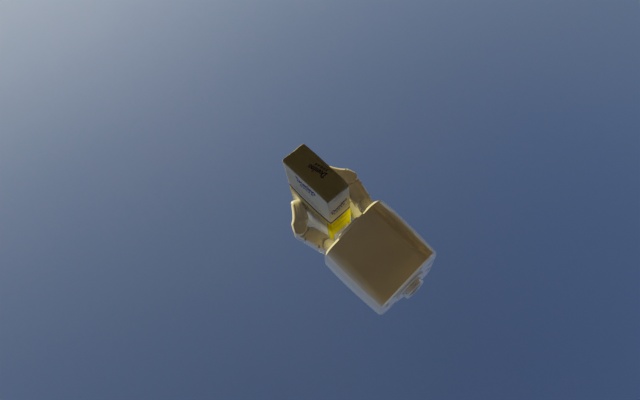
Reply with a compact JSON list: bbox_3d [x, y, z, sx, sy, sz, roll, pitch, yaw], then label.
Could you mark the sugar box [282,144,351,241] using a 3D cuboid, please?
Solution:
[{"bbox_3d":[0.001,0.002,0.696,0.048,0.093,0.176,-39,-23,-17],"label":"sugar box"}]
